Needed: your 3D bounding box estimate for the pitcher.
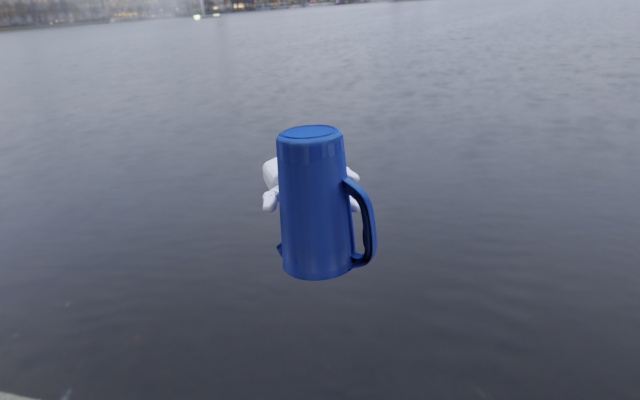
[{"bbox_3d":[0.000,0.003,0.799,0.149,0.243,0.145,-10,22,-15],"label":"pitcher"}]
